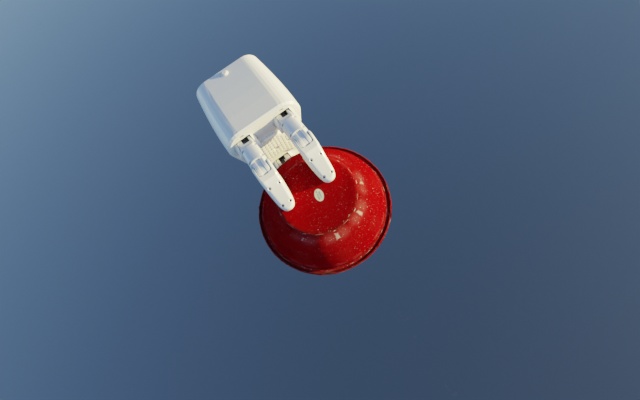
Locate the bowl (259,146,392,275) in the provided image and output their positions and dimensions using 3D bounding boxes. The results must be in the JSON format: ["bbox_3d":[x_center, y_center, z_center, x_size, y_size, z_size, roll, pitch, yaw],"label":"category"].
[{"bbox_3d":[0.001,0.002,0.550,0.162,0.162,0.055,0,-17,9],"label":"bowl"}]
